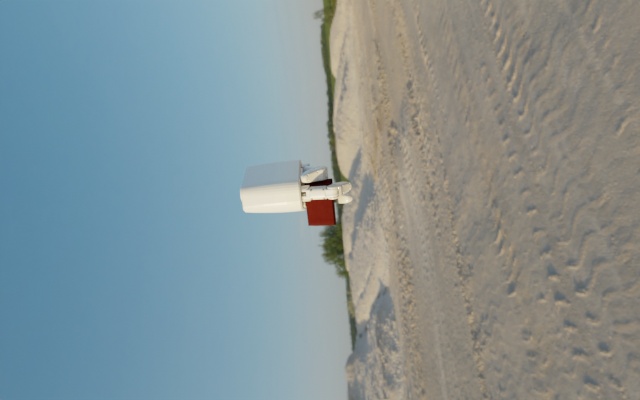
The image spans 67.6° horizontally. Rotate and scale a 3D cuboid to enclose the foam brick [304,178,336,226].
[{"bbox_3d":[0.000,0.003,0.883,0.051,0.078,0.053,-5,15,2],"label":"foam brick"}]
